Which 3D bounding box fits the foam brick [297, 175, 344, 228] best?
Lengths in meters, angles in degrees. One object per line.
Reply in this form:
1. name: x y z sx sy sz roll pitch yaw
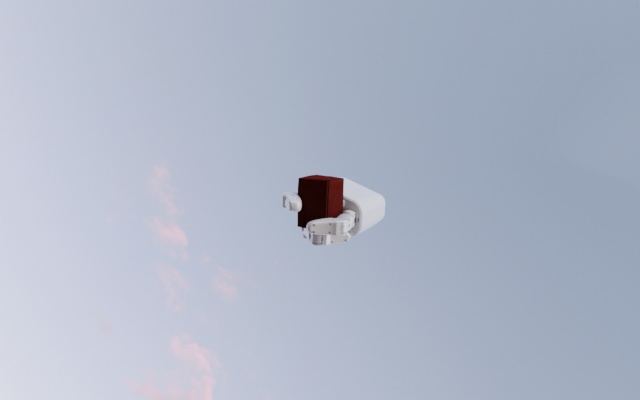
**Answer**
1. foam brick: 0.000 0.002 0.722 0.053 0.078 0.051 9 13 29
